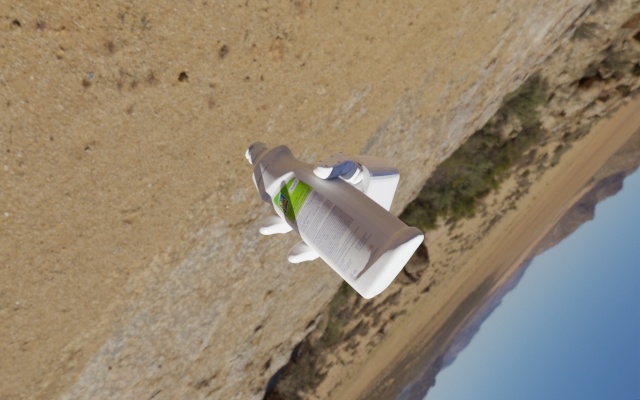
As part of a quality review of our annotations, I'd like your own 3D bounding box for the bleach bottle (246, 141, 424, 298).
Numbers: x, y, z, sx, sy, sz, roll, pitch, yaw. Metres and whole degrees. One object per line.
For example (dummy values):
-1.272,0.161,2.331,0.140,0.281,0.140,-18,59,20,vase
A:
0.000,0.002,0.598,0.250,0.103,0.068,42,24,22,bleach bottle
